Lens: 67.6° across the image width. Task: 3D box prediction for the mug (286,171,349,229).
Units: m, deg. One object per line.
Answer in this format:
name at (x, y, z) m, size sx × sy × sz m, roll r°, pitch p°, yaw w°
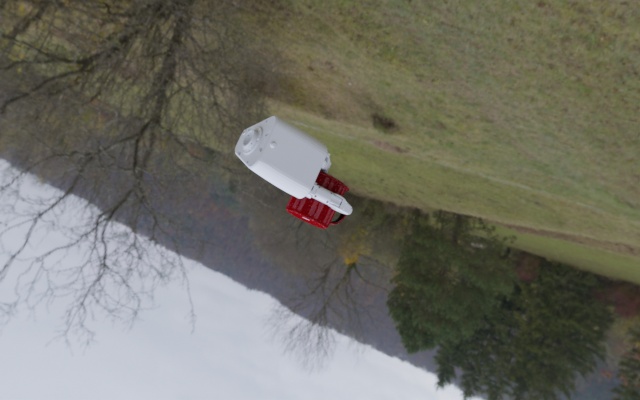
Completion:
mug at (0.001, 0.004, 0.845) m, size 0.117 × 0.081 × 0.093 m, roll 31°, pitch -10°, yaw -33°
